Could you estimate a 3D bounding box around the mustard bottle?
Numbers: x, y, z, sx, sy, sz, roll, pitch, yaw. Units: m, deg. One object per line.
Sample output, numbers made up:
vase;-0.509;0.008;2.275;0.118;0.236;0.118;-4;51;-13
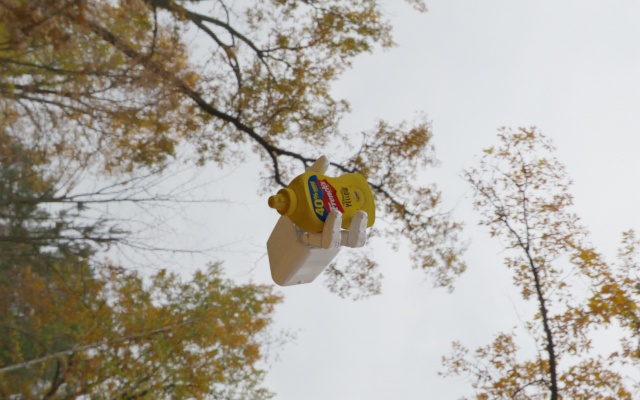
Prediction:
mustard bottle;0.001;0.002;0.752;0.191;0.096;0.058;0;-19;-40
